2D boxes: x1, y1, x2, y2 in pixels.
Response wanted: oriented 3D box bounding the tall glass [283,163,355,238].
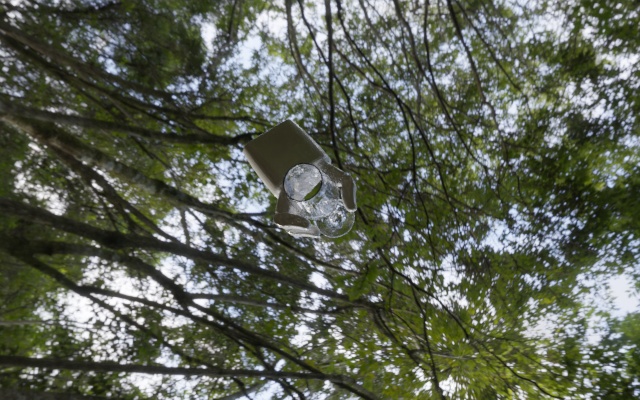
[{"bbox_3d":[0.000,0.003,0.794,0.079,0.079,0.201,0,-17,16],"label":"tall glass"}]
